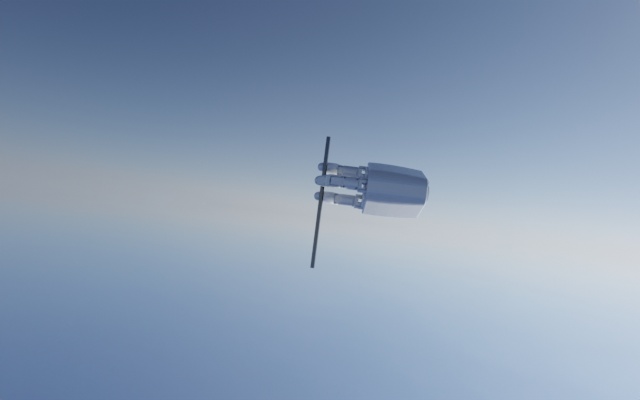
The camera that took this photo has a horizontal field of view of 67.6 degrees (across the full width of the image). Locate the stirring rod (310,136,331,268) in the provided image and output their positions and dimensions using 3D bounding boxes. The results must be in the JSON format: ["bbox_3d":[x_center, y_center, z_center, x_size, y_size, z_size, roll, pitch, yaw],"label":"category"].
[{"bbox_3d":[0.000,0.003,0.869,0.011,0.239,0.011,7,-2,0],"label":"stirring rod"}]
